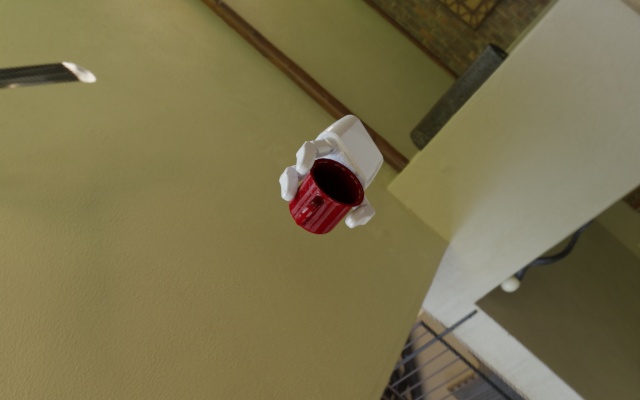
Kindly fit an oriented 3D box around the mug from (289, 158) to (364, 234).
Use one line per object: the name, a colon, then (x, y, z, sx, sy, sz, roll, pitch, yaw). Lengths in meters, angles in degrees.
mug: (-0.001, 0.003, 0.706, 0.081, 0.093, 0.117, -51, -3, 37)
